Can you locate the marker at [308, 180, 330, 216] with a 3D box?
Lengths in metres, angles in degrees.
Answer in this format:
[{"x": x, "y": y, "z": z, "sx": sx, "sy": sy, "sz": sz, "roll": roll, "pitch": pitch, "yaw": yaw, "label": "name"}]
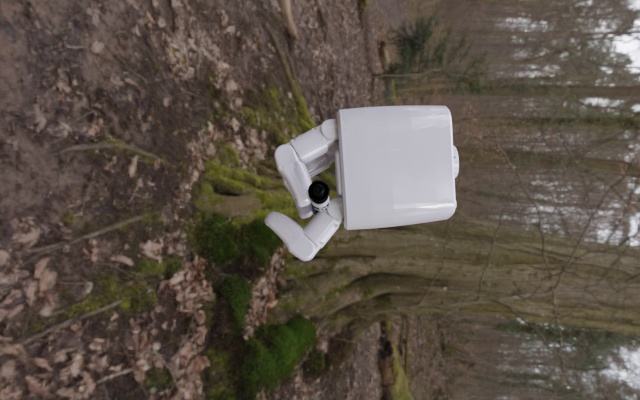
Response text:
[{"x": 0.000, "y": 0.002, "z": 0.459, "sx": 0.020, "sy": 0.020, "sz": 0.121, "roll": 0, "pitch": -10, "yaw": 2, "label": "marker"}]
